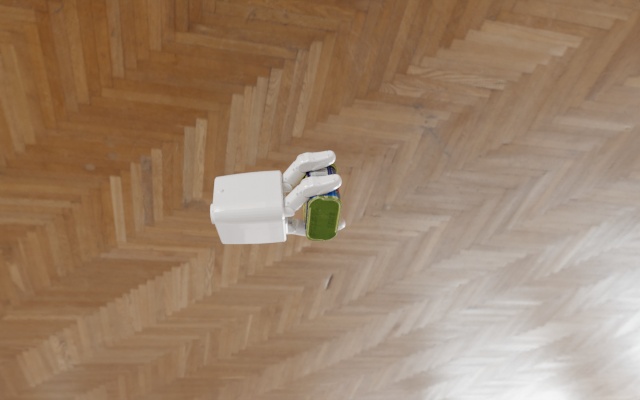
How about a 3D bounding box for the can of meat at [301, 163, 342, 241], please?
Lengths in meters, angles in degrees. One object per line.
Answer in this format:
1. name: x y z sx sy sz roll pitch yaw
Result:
1. can of meat: 0.000 0.003 0.760 0.057 0.102 0.083 -1 44 -7
